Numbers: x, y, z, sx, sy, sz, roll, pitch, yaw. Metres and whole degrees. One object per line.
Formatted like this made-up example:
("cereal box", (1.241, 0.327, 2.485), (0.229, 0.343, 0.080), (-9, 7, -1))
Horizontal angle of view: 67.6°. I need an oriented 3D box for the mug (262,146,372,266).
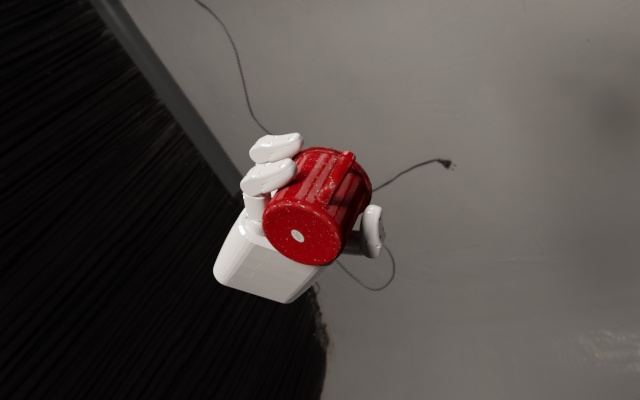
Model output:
("mug", (0.001, 0.001, 0.452), (0.093, 0.081, 0.117), (33, -45, -4))
